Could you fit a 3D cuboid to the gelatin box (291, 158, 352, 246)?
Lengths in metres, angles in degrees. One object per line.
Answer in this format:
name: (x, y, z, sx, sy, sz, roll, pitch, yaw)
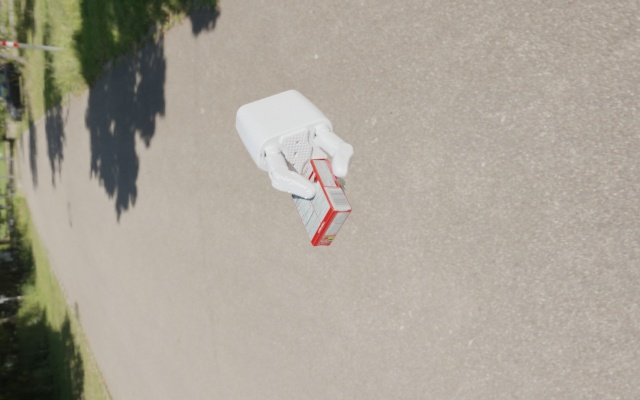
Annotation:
gelatin box: (0.000, 0.002, 0.609, 0.030, 0.089, 0.073, -1, -40, -29)
